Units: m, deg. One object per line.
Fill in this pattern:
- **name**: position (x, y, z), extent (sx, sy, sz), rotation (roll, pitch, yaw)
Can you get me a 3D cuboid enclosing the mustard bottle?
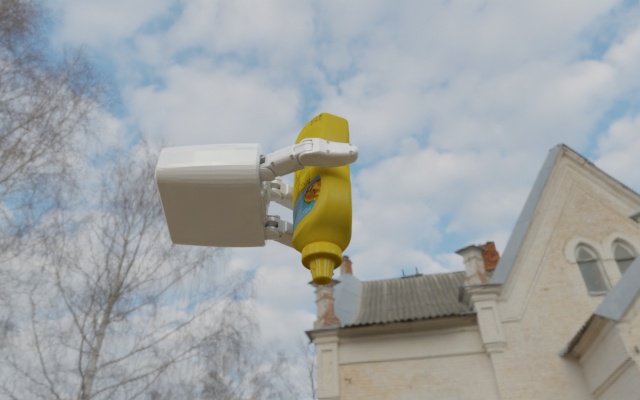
- **mustard bottle**: position (0.000, 0.002, 0.517), extent (0.058, 0.191, 0.096), rotation (15, -40, -20)
